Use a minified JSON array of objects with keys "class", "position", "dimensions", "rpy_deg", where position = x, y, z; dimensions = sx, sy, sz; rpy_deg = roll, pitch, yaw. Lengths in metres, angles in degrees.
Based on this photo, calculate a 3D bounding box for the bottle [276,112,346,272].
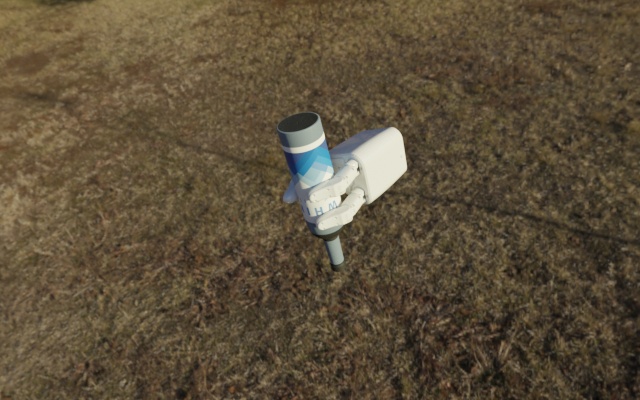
[{"class":"bottle","position":[0.000,0.002,0.786],"dimensions":[0.069,0.296,0.069],"rpy_deg":[-11,34,7]}]
